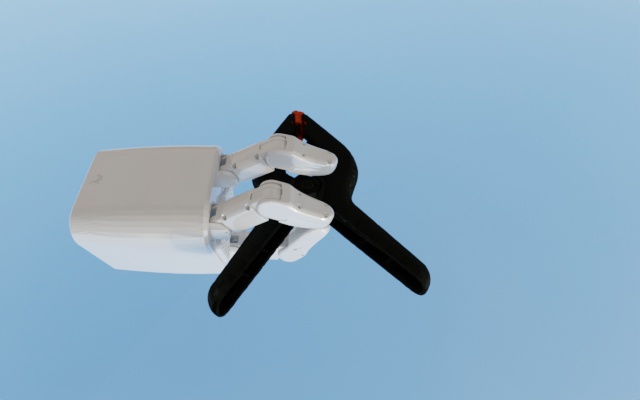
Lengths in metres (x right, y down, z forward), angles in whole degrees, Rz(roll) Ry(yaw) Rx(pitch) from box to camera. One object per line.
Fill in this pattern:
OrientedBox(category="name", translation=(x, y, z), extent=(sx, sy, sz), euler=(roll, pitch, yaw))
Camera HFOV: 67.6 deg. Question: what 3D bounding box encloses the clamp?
OrientedBox(category="clamp", translation=(0.000, 0.001, 0.408), extent=(0.164, 0.209, 0.036), euler=(1, -40, -1))
